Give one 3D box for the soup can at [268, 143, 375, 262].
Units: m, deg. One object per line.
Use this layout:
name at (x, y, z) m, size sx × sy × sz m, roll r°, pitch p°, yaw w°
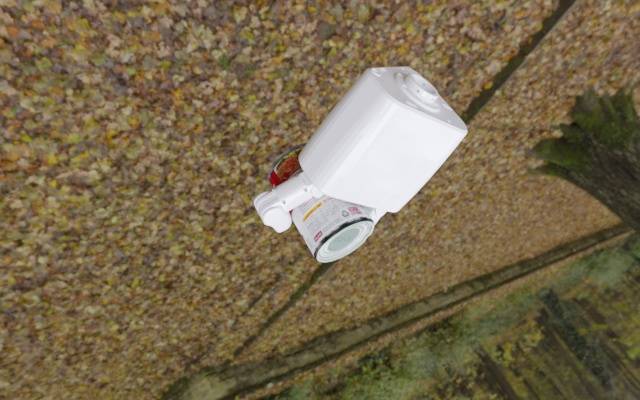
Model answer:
soup can at (0.000, 0.002, 0.477) m, size 0.068 × 0.102 × 0.068 m, roll -26°, pitch -27°, yaw -14°
